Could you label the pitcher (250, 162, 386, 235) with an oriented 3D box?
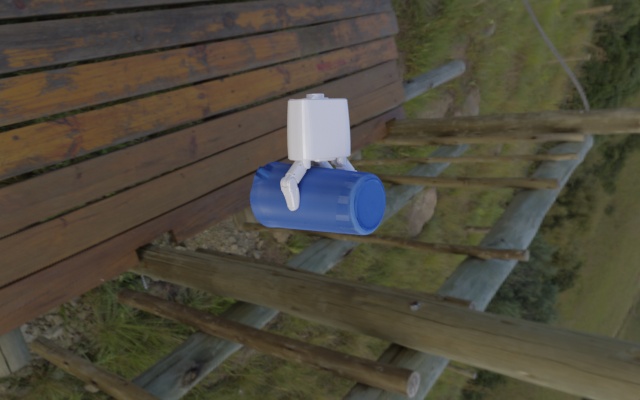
[{"bbox_3d":[0.000,0.003,0.898,0.243,0.145,0.149,7,12,40],"label":"pitcher"}]
